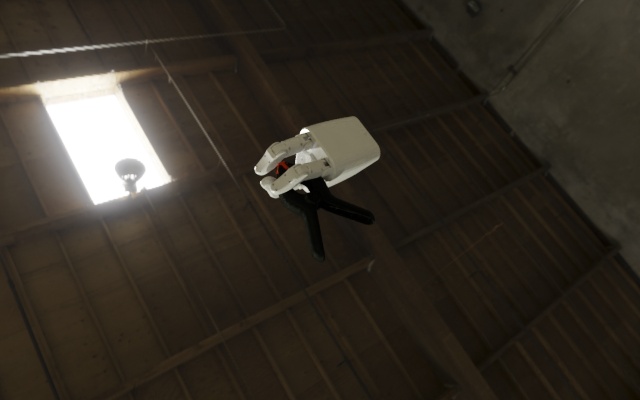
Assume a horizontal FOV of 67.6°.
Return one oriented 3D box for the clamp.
[{"bbox_3d":[0.000,0.003,0.735,0.120,0.171,0.039,-22,-22,-31],"label":"clamp"}]
